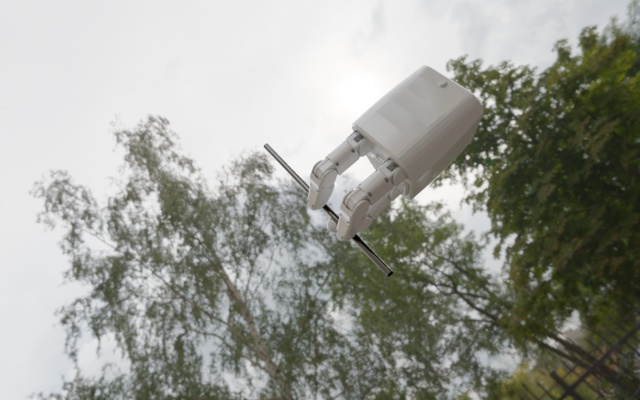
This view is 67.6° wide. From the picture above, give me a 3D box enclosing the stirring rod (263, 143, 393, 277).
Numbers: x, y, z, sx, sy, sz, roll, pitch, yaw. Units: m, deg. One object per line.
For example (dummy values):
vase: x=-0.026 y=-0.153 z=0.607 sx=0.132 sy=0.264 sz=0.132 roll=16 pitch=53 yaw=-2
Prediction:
stirring rod: x=0.000 y=0.002 z=0.544 sx=0.011 sy=0.011 sz=0.239 roll=0 pitch=37 yaw=-47
